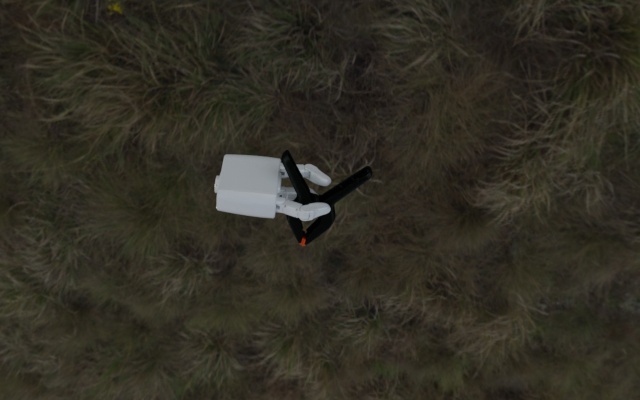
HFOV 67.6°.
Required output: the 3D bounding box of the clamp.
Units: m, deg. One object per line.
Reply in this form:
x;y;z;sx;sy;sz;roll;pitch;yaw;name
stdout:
0.000;0.004;0.894;0.164;0.210;0.036;5;39;-7;clamp
